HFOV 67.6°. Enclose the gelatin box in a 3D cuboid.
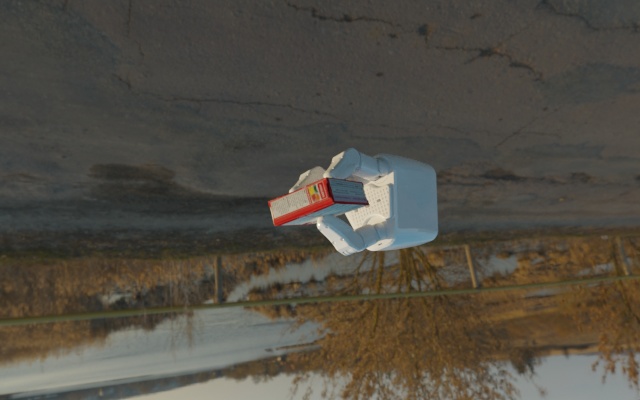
[{"bbox_3d":[0.000,0.002,0.506,0.073,0.030,0.089,-21,-11,27],"label":"gelatin box"}]
